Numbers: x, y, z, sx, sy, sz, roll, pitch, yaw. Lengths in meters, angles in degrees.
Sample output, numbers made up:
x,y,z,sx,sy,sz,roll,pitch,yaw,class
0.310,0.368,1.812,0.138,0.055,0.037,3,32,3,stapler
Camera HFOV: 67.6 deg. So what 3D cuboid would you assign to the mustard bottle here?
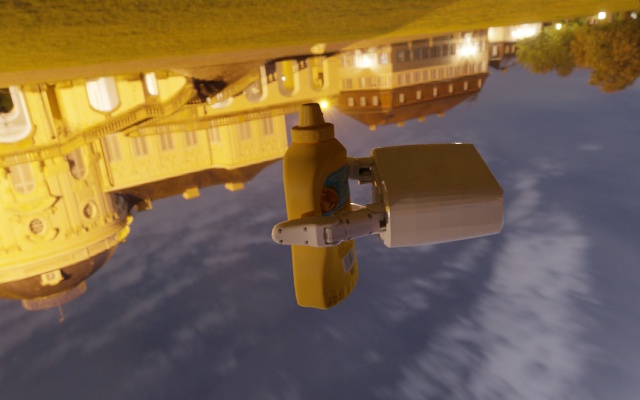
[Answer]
x,y,z,sx,sy,sz,roll,pitch,yaw,class
0.000,0.002,0.470,0.058,0.192,0.096,3,20,23,mustard bottle
